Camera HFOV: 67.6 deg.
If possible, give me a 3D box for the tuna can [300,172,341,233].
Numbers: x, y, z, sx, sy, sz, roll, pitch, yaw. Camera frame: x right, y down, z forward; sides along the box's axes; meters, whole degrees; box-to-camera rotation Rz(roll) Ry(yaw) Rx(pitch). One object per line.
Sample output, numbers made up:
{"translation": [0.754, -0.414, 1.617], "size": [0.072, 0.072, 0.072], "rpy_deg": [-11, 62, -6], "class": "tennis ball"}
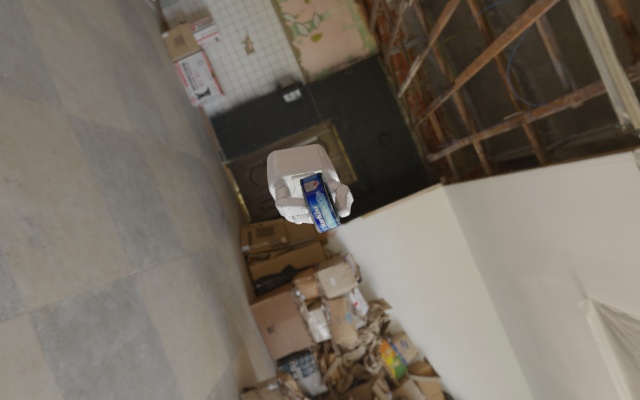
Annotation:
{"translation": [0.001, 0.002, 0.703], "size": [0.034, 0.086, 0.086], "rpy_deg": [-20, -2, 5], "class": "tuna can"}
